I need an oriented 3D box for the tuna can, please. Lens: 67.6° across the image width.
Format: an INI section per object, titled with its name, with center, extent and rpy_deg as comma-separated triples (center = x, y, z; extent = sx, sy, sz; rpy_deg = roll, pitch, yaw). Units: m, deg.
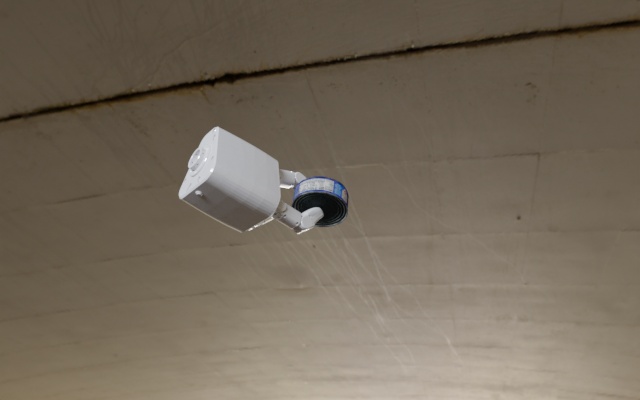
[tuna can]
center = 0.000, 0.002, 0.729
extent = 0.086, 0.033, 0.086
rpy_deg = 4, -39, 3
